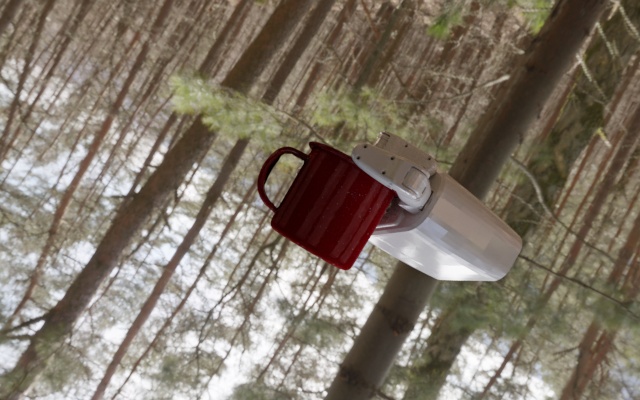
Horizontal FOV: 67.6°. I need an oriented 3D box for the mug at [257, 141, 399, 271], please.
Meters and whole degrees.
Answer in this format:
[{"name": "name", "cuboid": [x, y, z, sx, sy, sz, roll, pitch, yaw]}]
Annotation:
[{"name": "mug", "cuboid": [-0.001, 0.001, 0.411, 0.117, 0.081, 0.093, 32, -3, -16]}]
